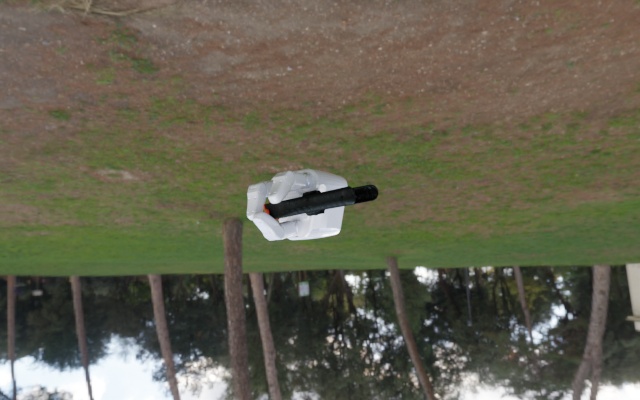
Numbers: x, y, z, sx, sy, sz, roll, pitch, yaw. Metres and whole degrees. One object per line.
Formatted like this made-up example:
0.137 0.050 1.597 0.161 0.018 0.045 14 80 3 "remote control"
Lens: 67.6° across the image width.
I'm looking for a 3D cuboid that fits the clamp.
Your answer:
0.000 0.003 0.705 0.171 0.039 0.120 -9 -6 32 "clamp"
